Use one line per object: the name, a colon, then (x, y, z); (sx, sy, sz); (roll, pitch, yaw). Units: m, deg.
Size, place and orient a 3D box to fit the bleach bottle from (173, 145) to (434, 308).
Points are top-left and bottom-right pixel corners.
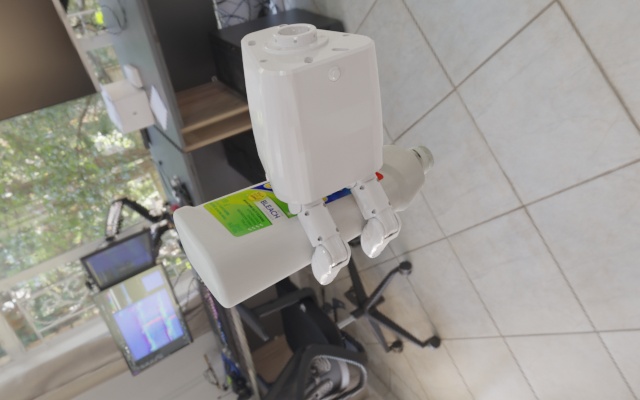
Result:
bleach bottle: (0.000, 0.002, 0.451); (0.251, 0.068, 0.102); (-26, 38, -24)
